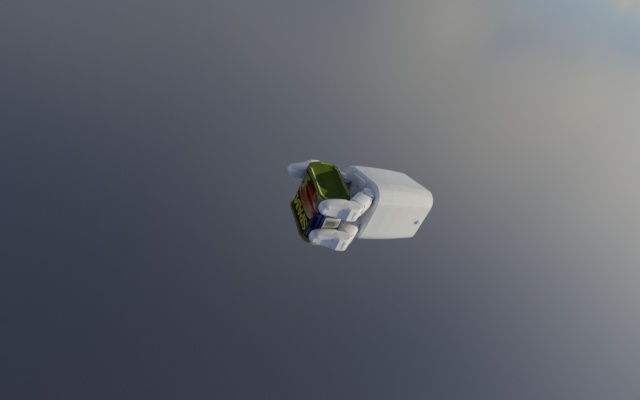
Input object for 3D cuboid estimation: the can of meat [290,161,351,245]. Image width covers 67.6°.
[{"bbox_3d":[0.000,0.002,0.719,0.057,0.084,0.102,6,39,-24],"label":"can of meat"}]
